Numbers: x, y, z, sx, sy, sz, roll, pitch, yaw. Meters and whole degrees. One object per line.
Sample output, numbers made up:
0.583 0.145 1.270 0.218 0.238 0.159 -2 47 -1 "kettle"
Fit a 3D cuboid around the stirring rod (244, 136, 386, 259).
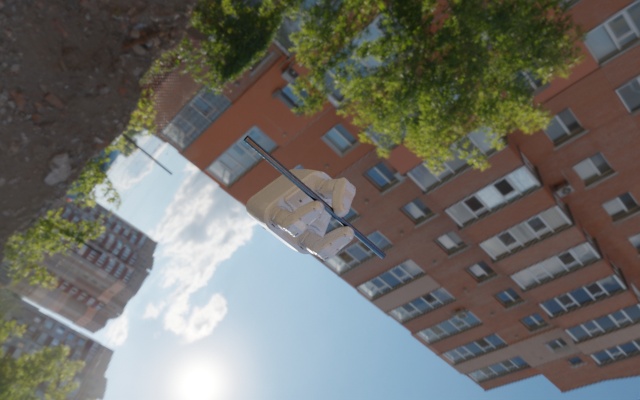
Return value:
0.000 0.002 0.583 0.239 0.011 0.011 41 -19 -24 "stirring rod"
